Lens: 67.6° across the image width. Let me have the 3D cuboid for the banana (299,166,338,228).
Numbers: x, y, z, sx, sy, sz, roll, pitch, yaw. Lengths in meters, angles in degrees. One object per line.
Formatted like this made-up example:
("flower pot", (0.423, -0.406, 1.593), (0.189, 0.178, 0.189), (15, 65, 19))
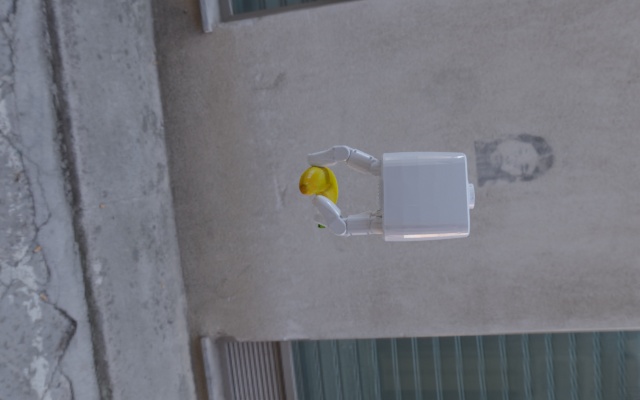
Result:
("banana", (0.002, -0.015, 0.690), (0.037, 0.069, 0.198), (2, -17, 10))
